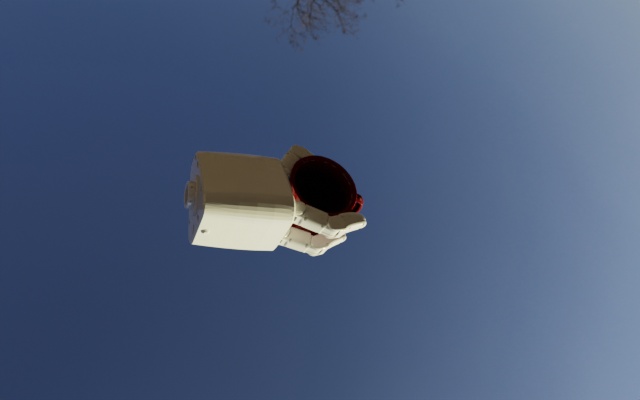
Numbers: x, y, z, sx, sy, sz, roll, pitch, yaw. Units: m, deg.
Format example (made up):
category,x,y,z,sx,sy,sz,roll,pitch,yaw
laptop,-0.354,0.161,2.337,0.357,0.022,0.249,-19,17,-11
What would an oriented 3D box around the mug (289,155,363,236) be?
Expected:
category,x,y,z,sx,sy,sz,roll,pitch,yaw
mug,0.001,0.002,0.642,0.117,0.093,0.081,7,-34,-24
